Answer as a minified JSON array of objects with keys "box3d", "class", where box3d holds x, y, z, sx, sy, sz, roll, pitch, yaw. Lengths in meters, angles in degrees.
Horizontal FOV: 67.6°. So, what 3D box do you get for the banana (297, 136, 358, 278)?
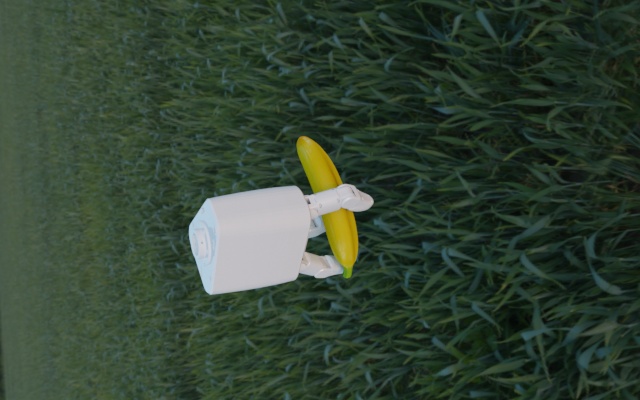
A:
[{"box3d":[0.008,0.000,0.600,0.037,0.197,0.070,-11,-13,-26],"class":"banana"}]
